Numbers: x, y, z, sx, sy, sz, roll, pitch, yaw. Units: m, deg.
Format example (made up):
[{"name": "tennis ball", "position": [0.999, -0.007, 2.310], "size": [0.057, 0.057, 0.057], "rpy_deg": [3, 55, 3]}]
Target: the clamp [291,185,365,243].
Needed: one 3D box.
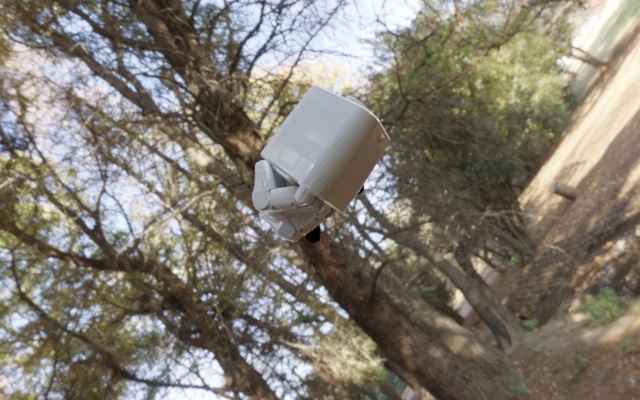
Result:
[{"name": "clamp", "position": [0.000, 0.002, 0.645], "size": [0.039, 0.120, 0.171], "rpy_deg": [39, 2, 20]}]
